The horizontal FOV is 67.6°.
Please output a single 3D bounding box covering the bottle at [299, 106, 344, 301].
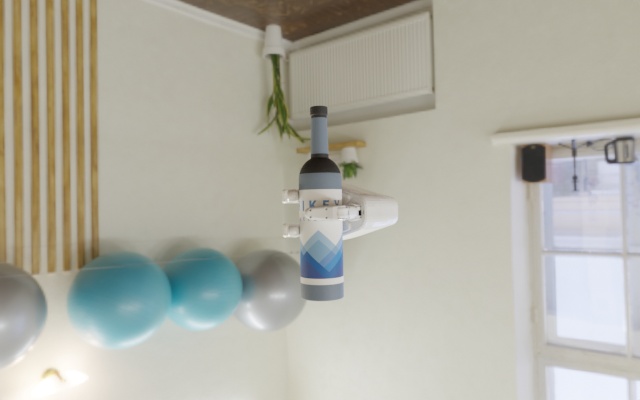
[{"bbox_3d":[0.000,0.003,0.740,0.069,0.295,0.069,-1,0,0],"label":"bottle"}]
